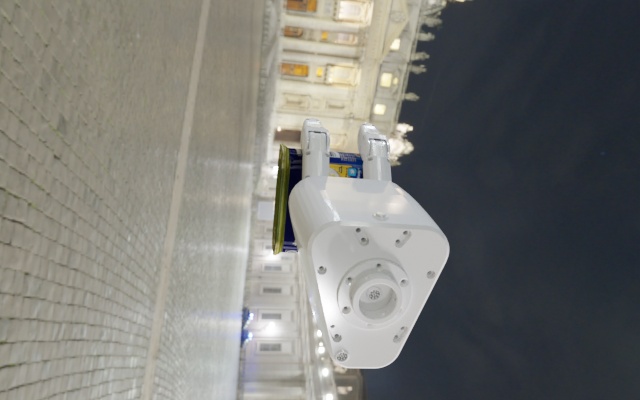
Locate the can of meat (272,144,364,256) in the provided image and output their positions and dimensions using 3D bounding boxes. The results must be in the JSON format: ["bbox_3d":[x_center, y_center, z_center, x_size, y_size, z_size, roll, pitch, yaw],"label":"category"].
[{"bbox_3d":[0.000,0.002,0.451,0.084,0.102,0.057,4,12,-9],"label":"can of meat"}]
